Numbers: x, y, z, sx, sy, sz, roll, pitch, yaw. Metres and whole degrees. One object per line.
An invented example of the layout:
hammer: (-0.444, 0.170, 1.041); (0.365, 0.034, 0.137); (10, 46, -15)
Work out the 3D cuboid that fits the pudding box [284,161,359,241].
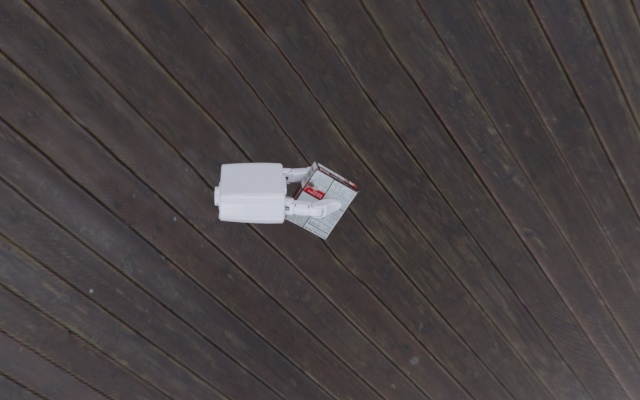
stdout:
pudding box: (0.000, 0.003, 0.838); (0.090, 0.113, 0.039); (29, 18, -16)
